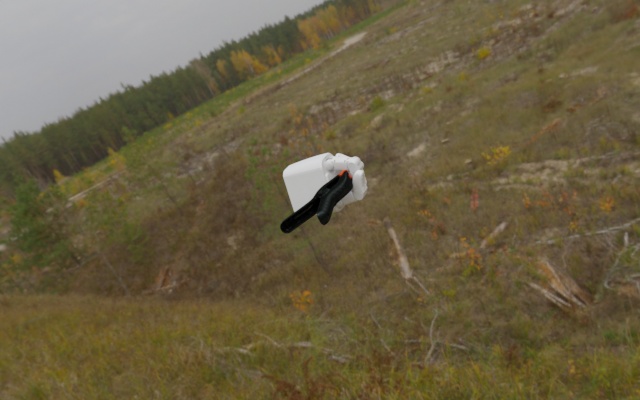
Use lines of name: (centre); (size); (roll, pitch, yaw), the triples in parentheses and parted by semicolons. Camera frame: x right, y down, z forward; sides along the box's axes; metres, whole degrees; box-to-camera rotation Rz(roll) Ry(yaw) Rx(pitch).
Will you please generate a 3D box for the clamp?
clamp: (0.000, 0.002, 0.875); (0.120, 0.039, 0.171); (-13, 22, 37)
